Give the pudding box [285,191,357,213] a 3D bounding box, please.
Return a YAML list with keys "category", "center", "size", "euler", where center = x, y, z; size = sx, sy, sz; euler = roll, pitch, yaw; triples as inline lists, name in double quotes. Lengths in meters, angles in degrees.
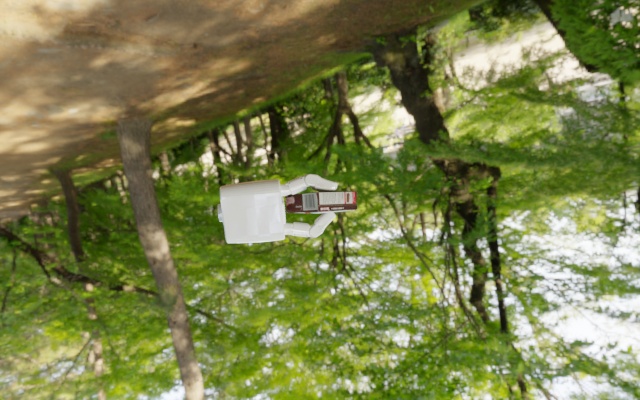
- category: "pudding box"
  center: [0.000, 0.003, 0.886]
  size: [0.090, 0.039, 0.113]
  euler: [-3, 1, -34]
